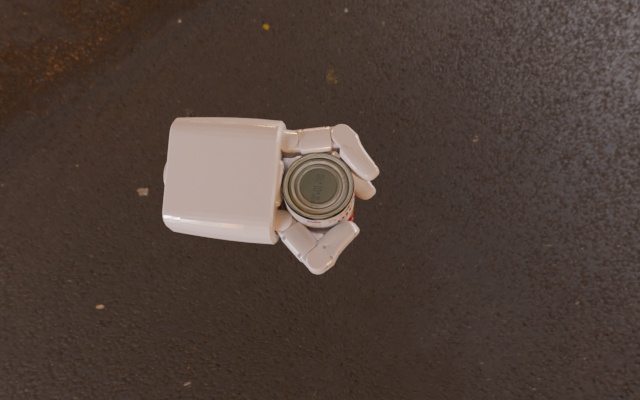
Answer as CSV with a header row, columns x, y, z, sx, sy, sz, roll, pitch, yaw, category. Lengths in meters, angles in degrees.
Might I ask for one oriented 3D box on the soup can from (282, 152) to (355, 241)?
x,y,z,sx,sy,sz,roll,pitch,yaw,category
0.001,0.002,0.479,0.068,0.068,0.102,0,-19,3,soup can
